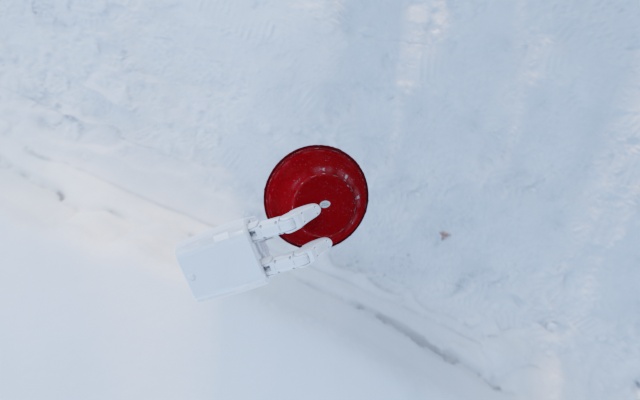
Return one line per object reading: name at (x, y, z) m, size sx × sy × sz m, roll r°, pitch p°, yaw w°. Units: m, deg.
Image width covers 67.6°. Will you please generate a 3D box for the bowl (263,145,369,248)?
bowl at (0.001, 0.002, 0.692) m, size 0.162 × 0.162 × 0.055 m, roll 0°, pitch 12°, yaw -12°
